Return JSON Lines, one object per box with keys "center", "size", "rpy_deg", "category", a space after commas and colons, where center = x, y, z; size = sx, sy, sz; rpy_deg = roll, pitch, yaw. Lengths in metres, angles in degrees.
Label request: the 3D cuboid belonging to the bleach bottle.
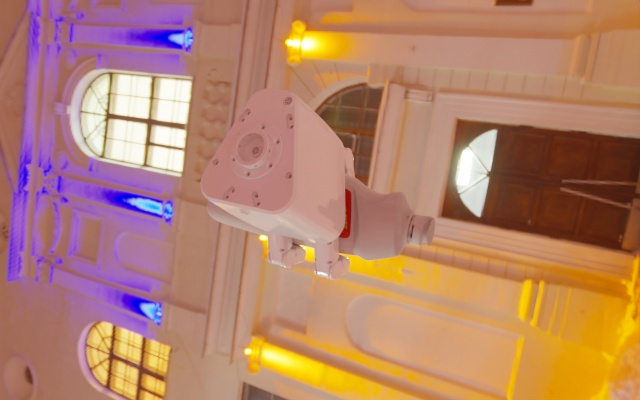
{"center": [0.000, 0.002, 0.524], "size": [0.251, 0.102, 0.068], "rpy_deg": [11, -11, 25], "category": "bleach bottle"}
